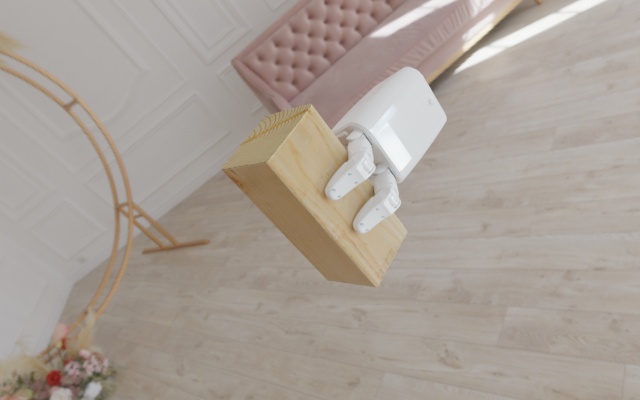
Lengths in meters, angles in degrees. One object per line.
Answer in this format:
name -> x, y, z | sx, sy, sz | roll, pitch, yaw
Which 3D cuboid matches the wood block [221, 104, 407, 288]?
wood block -> 0.000, 0.001, 0.554 | 0.091, 0.090, 0.206 | -2, -43, 49
